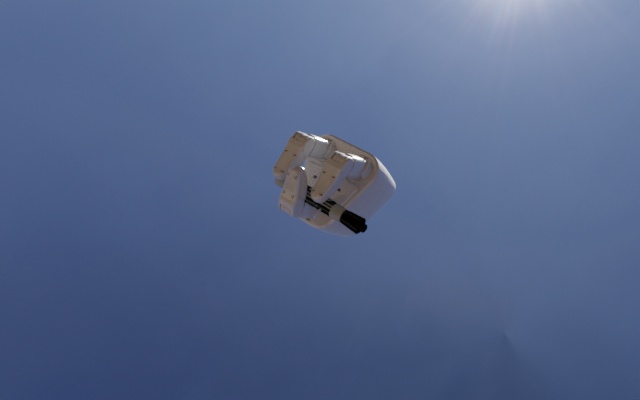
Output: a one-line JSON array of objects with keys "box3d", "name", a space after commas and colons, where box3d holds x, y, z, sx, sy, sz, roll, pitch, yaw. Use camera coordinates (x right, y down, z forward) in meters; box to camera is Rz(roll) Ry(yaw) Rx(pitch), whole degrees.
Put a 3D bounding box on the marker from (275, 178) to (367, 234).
[{"box3d": [0.000, 0.002, 0.523, 0.121, 0.020, 0.020, 31, 14, 25], "name": "marker"}]
